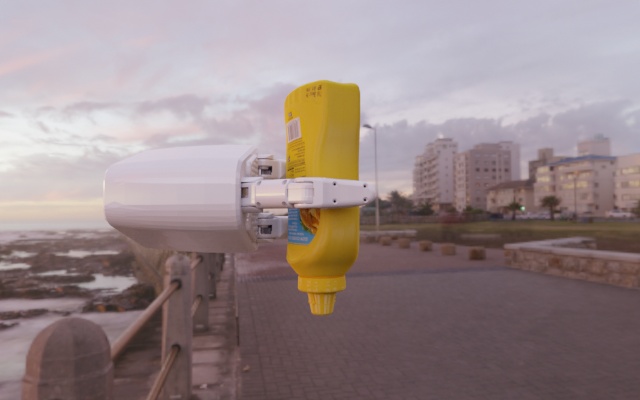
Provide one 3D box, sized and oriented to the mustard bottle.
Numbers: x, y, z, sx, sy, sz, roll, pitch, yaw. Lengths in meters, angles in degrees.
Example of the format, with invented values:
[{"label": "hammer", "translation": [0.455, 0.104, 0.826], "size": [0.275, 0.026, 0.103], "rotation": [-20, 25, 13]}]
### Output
[{"label": "mustard bottle", "translation": [0.000, 0.001, 0.412], "size": [0.058, 0.191, 0.096], "rotation": [1, -2, -24]}]
